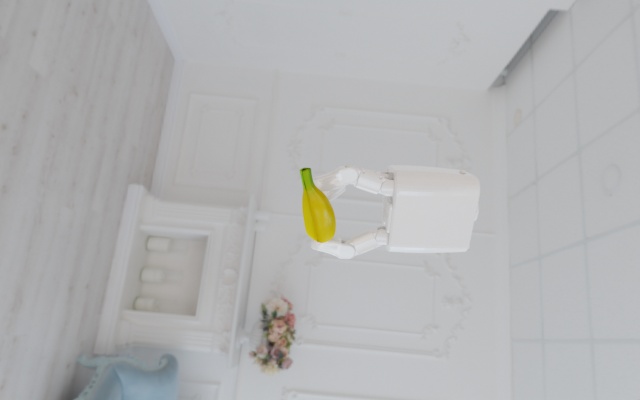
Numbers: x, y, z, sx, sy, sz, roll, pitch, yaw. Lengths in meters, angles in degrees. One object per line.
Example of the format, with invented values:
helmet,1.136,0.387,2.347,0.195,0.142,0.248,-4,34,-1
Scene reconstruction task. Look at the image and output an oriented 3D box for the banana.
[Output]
banana,0.000,0.019,0.591,0.037,0.069,0.198,-2,-14,2
